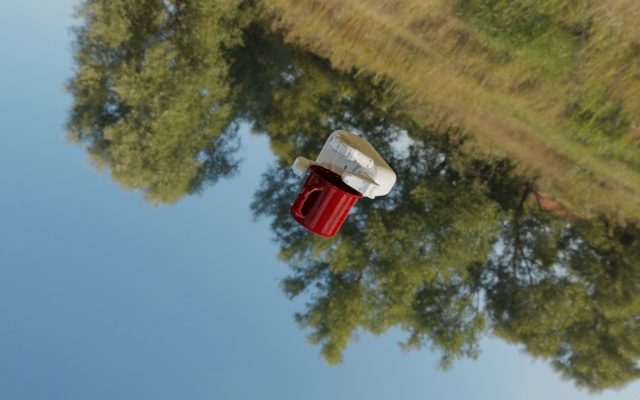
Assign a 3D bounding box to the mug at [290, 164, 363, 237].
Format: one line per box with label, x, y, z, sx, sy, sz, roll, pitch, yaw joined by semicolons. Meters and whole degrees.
mug;-0.001;0.003;0.727;0.093;0.081;0.117;37;16;24
